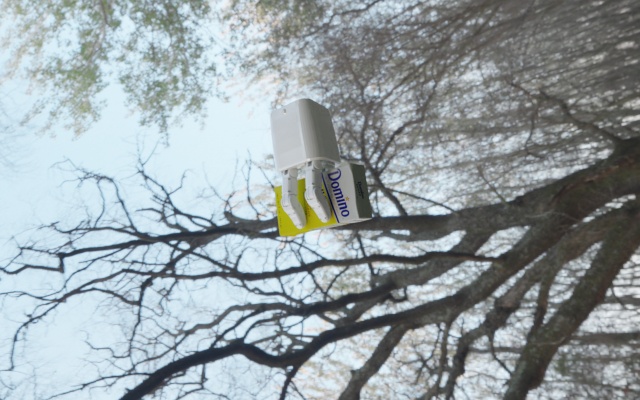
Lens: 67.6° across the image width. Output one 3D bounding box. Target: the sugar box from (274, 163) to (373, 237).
[{"bbox_3d":[0.000,0.003,0.817,0.176,0.093,0.048,-17,-12,40],"label":"sugar box"}]
